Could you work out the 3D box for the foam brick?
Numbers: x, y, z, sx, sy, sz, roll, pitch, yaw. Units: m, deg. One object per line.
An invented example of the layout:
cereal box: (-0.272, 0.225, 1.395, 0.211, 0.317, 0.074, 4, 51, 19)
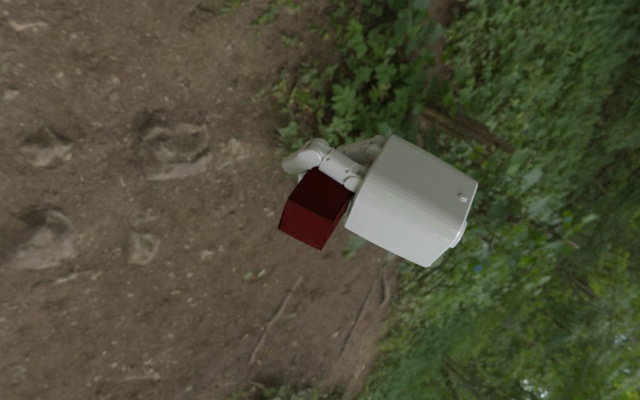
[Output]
foam brick: (0.000, 0.002, 0.494, 0.051, 0.078, 0.053, 29, -40, 6)
